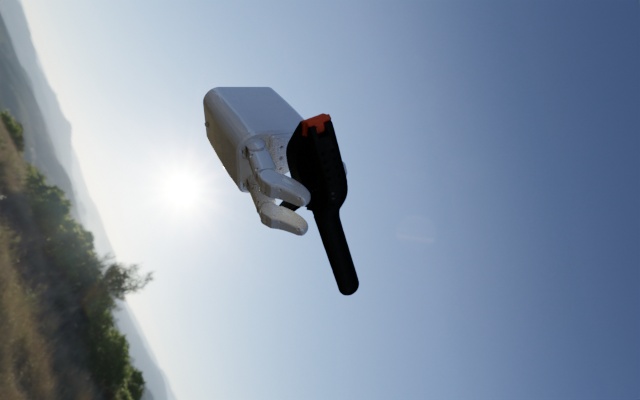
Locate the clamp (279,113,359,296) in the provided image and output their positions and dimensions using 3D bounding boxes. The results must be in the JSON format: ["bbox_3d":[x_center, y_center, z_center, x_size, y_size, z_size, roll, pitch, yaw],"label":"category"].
[{"bbox_3d":[0.001,0.001,0.533,0.036,0.164,0.210,-25,-34,-25],"label":"clamp"}]
